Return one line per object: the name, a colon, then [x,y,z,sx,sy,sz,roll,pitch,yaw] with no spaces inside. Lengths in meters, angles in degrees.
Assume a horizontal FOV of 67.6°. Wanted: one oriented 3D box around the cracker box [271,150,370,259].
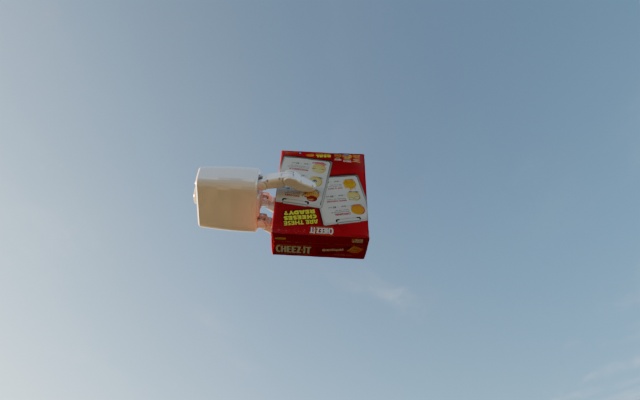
cracker box: [0.000,0.003,0.872,0.164,0.213,0.072,3,-44,-1]
